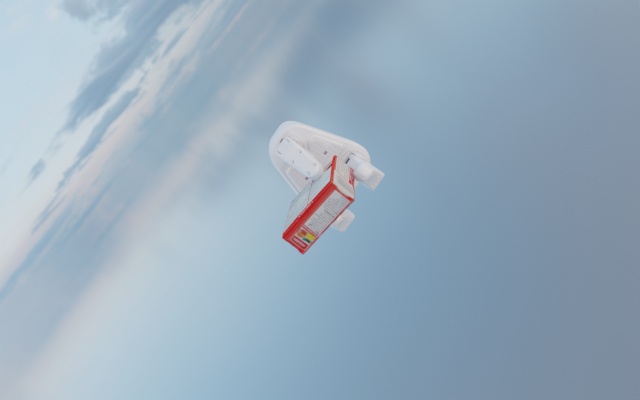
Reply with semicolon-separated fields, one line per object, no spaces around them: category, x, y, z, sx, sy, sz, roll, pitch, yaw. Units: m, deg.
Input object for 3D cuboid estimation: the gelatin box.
gelatin box;0.000;0.001;0.465;0.030;0.073;0.089;39;19;-11
